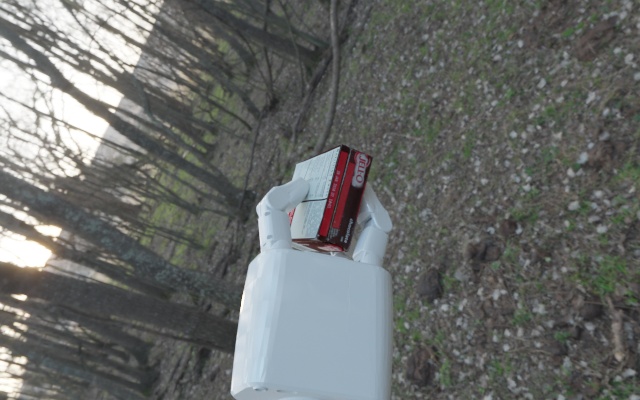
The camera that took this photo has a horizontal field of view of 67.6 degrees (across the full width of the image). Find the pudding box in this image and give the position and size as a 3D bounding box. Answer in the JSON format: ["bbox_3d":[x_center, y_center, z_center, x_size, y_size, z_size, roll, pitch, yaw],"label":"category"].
[{"bbox_3d":[0.000,0.002,0.460,0.039,0.090,0.113,21,-13,-23],"label":"pudding box"}]
